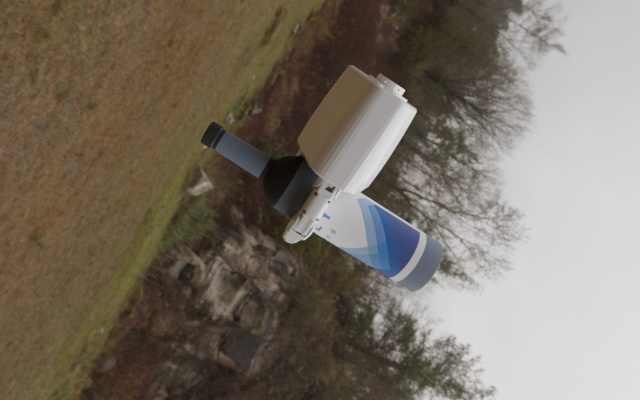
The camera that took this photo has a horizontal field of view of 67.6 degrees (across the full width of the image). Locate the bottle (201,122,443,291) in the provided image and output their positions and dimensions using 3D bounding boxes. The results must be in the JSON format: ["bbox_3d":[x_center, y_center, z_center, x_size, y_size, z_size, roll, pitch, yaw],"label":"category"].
[{"bbox_3d":[0.000,0.002,0.542,0.296,0.069,0.069,32,-5,-9],"label":"bottle"}]
